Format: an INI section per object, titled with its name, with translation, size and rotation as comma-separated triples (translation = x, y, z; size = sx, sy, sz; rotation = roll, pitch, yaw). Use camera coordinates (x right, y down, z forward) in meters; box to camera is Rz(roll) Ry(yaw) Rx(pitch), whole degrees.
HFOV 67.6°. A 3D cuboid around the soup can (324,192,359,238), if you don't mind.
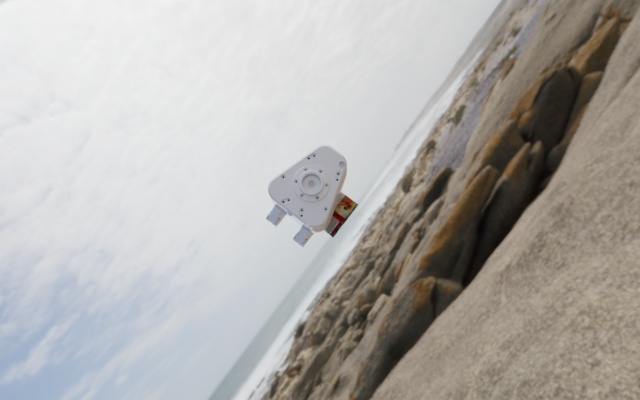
[soup can]
translation = 0.000, 0.002, 0.766
size = 0.102, 0.068, 0.068
rotation = 37, 2, 3
